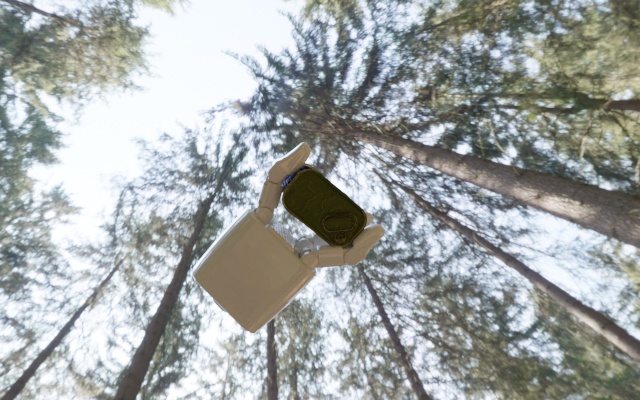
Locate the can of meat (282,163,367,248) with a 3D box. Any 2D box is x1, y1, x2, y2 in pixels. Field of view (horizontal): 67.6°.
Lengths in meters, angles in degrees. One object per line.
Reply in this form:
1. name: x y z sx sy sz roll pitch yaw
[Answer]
1. can of meat: 0.000 0.002 0.584 0.102 0.057 0.084 39 5 -14
